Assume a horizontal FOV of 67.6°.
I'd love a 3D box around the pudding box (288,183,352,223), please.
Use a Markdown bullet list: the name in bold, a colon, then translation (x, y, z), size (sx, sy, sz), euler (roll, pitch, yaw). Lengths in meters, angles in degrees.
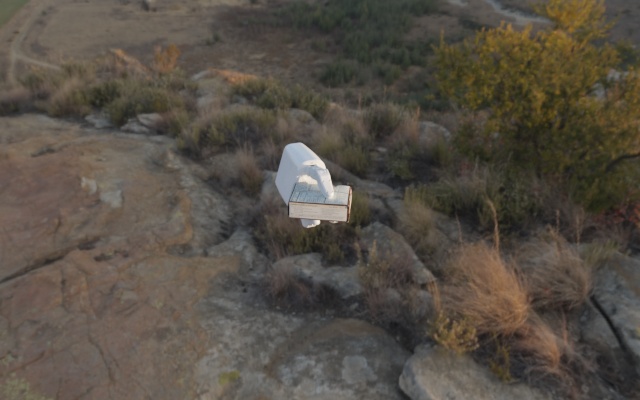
- **pudding box**: translation (0.000, 0.003, 0.892), size (0.113, 0.039, 0.090), euler (3, 26, 6)
